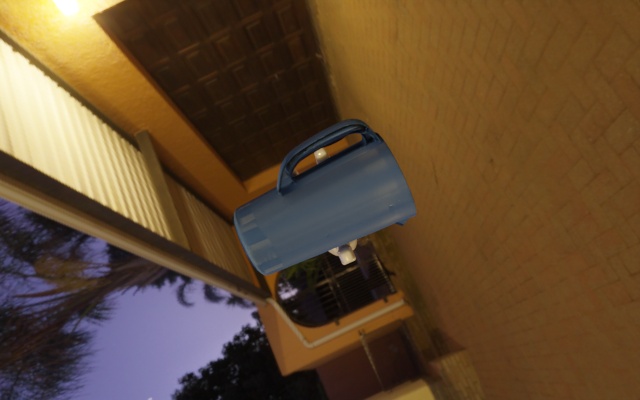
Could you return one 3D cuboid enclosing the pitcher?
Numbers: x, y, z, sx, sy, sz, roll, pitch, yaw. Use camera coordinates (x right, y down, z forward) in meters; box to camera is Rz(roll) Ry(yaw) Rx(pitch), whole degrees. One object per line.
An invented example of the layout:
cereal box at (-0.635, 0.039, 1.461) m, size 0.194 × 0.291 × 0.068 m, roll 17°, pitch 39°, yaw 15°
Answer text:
pitcher at (0.000, 0.002, 0.684) m, size 0.243 × 0.149 × 0.145 m, roll -25°, pitch -14°, yaw 1°
